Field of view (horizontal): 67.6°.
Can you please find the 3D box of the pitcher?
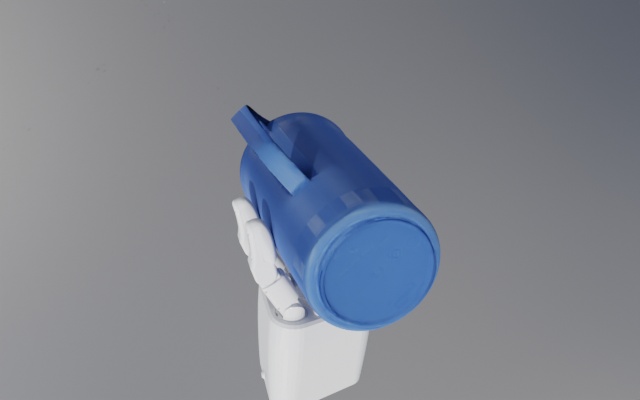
[{"bbox_3d":[0.000,0.002,0.442,0.149,0.145,0.242,-1,22,-18],"label":"pitcher"}]
